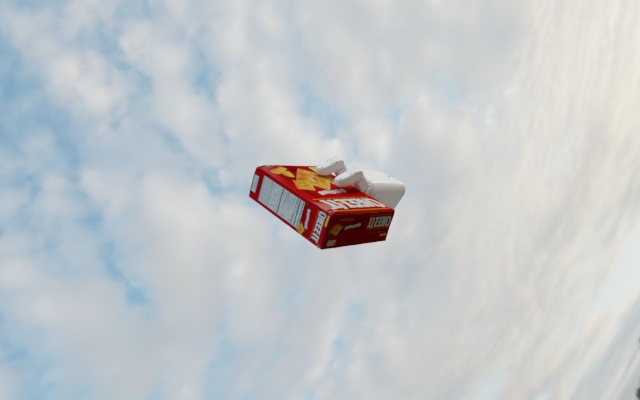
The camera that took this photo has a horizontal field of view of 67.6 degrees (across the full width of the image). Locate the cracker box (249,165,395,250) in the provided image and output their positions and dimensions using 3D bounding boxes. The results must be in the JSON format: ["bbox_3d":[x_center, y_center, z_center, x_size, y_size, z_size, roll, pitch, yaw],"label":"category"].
[{"bbox_3d":[0.000,0.003,0.860,0.164,0.072,0.213,-3,26,-44],"label":"cracker box"}]
